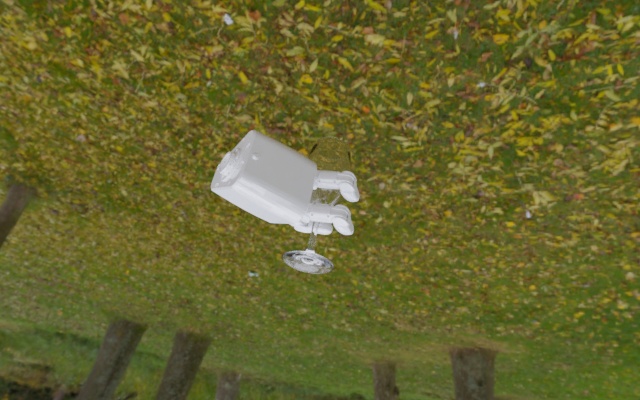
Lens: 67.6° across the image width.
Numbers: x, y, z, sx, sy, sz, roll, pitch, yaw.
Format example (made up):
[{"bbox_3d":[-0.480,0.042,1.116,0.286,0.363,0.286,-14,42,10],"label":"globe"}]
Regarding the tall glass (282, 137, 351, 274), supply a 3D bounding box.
[{"bbox_3d":[0.000,0.003,0.715,0.079,0.201,0.079,10,-29,5],"label":"tall glass"}]
